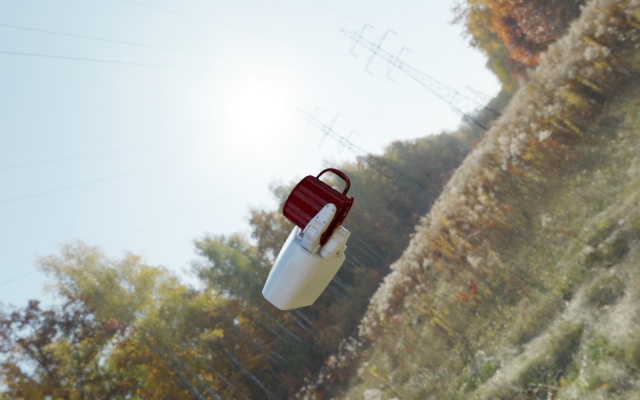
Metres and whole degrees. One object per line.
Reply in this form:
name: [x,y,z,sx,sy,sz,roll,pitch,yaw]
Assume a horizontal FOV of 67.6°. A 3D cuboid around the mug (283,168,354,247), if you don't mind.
mug: [0.001,0.001,0.753,0.081,0.117,0.093,34,13,11]
